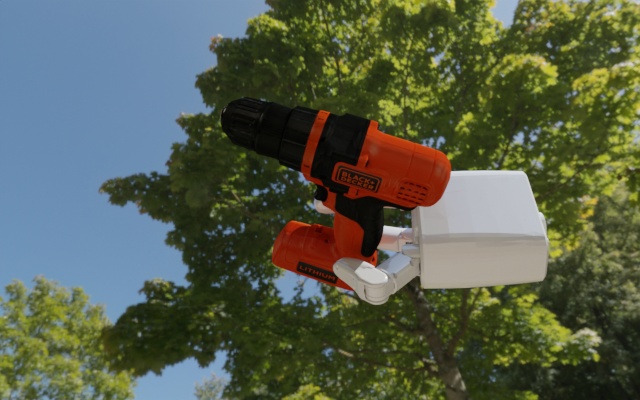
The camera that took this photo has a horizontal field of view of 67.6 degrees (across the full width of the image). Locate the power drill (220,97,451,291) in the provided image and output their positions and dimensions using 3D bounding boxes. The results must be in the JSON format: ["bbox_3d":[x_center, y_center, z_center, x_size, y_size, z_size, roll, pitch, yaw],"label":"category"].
[{"bbox_3d":[0.000,0.002,0.426,0.184,0.057,0.188,19,-37,4],"label":"power drill"}]
